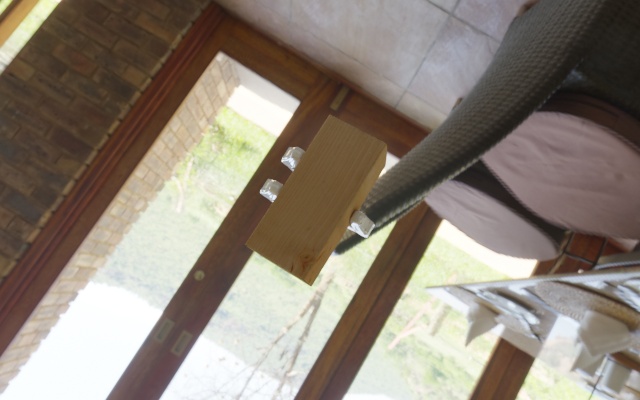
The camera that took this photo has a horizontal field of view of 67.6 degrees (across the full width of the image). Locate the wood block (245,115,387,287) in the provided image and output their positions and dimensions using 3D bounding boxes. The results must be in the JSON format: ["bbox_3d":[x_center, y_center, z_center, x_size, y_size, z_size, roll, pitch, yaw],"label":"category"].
[{"bbox_3d":[0.000,0.002,0.649,0.091,0.206,0.090,29,-10,13],"label":"wood block"}]
